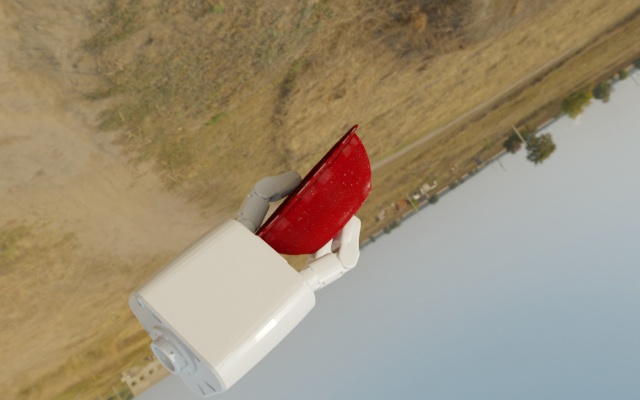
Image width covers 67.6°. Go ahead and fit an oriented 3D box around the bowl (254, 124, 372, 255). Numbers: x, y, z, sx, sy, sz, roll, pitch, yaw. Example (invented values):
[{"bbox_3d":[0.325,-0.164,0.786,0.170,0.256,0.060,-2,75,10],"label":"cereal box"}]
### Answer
[{"bbox_3d":[0.001,0.001,0.476,0.055,0.162,0.162,42,-4,-5],"label":"bowl"}]
